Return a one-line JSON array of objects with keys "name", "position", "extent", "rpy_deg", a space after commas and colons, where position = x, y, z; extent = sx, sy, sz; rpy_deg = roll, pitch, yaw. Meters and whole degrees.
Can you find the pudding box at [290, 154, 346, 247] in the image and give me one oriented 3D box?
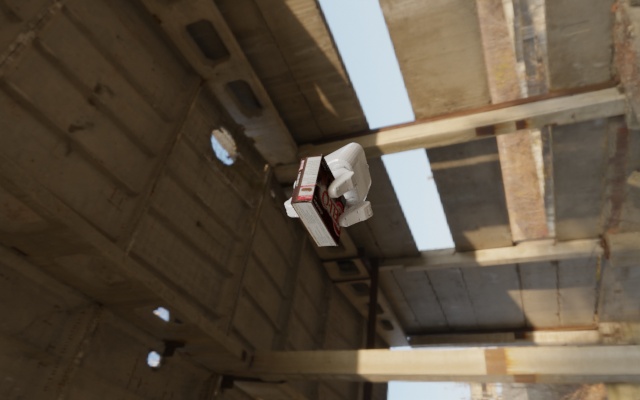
[{"name": "pudding box", "position": [0.000, 0.002, 0.711], "extent": [0.039, 0.090, 0.114], "rpy_deg": [-8, -41, 23]}]
